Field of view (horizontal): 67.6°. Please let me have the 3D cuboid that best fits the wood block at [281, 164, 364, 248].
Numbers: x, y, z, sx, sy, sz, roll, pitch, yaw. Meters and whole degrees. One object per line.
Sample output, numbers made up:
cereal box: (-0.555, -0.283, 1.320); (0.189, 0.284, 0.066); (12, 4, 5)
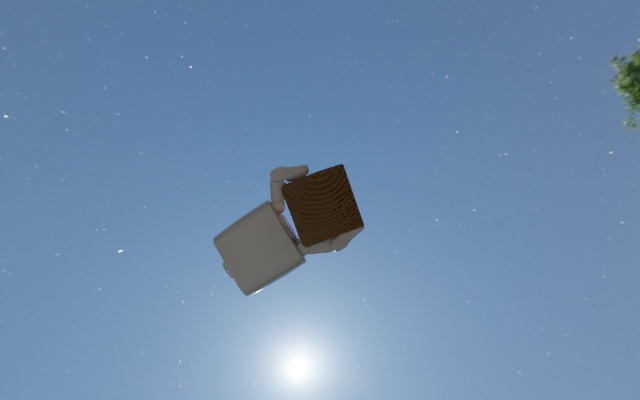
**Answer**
wood block: (0.000, 0.002, 0.730); (0.090, 0.091, 0.206); (-20, 4, -1)
